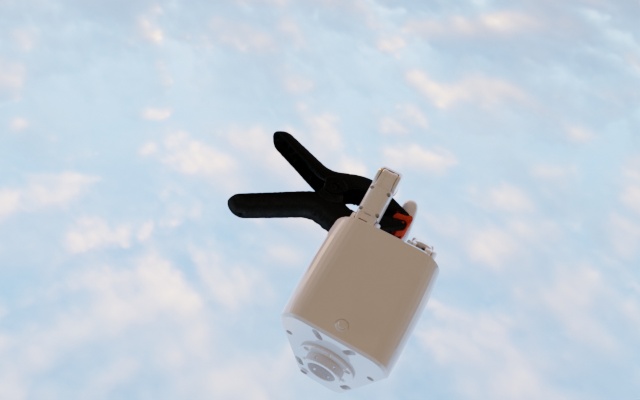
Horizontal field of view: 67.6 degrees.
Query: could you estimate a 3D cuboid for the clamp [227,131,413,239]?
[{"bbox_3d":[0.000,0.002,0.462,0.171,0.120,0.039,27,-36,12],"label":"clamp"}]
